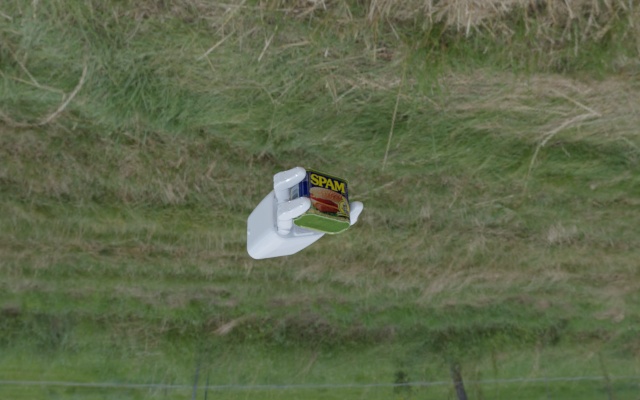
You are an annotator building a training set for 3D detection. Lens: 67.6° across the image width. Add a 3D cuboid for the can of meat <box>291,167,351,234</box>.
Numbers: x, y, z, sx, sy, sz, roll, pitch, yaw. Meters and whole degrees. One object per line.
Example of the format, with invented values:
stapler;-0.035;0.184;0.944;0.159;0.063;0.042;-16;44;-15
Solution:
can of meat;0.000;0.003;0.784;0.102;0.084;0.057;15;-33;-32
